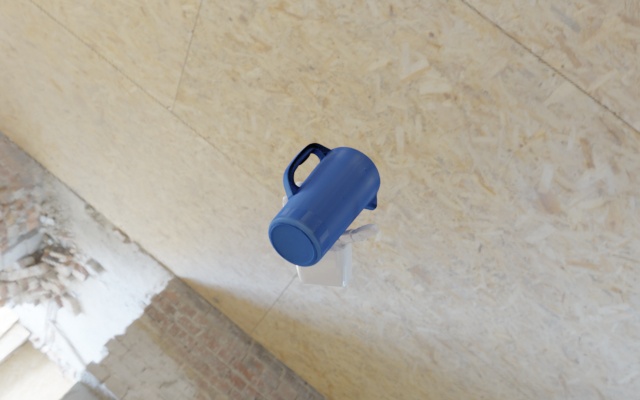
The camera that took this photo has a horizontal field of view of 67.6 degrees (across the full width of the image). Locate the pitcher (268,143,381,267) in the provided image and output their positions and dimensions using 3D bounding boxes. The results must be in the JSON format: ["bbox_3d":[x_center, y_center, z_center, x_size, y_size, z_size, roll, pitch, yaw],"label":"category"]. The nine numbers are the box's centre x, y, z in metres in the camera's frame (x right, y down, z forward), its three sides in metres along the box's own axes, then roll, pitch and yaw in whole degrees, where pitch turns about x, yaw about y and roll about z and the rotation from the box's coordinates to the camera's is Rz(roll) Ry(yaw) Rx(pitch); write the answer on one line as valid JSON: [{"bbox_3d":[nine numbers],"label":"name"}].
[{"bbox_3d":[0.000,0.003,0.897,0.149,0.145,0.242,14,39,25],"label":"pitcher"}]
